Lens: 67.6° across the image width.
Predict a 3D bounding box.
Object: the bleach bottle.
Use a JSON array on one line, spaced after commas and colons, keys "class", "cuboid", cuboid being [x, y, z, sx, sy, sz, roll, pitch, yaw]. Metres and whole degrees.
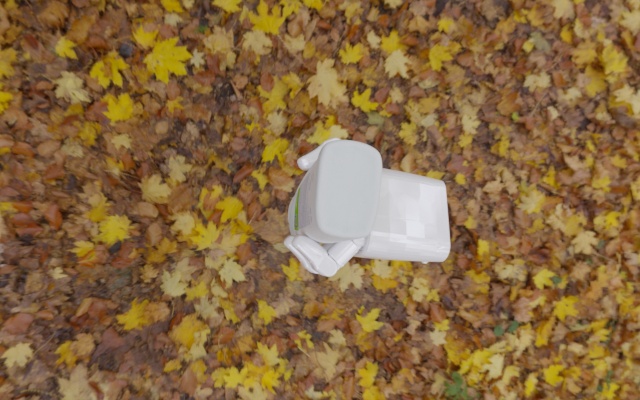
[{"class": "bleach bottle", "cuboid": [0.000, 0.002, 0.589, 0.068, 0.102, 0.251, 8, -7, -12]}]
